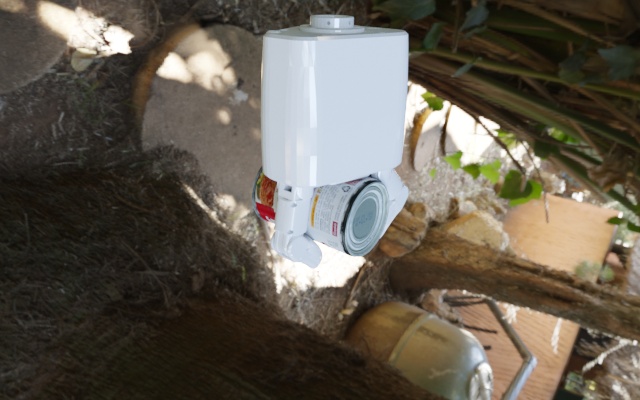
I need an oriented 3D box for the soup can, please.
[{"bbox_3d":[0.000,0.002,0.416,0.102,0.068,0.068,20,11,35],"label":"soup can"}]
